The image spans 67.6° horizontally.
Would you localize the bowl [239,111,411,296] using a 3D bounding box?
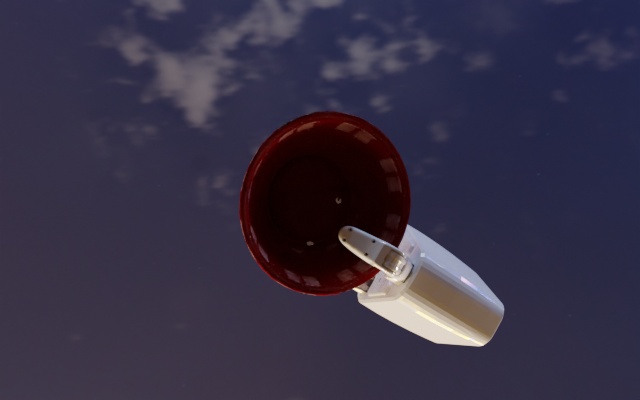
[{"bbox_3d":[-0.001,0.000,0.439,0.162,0.162,0.055,0,6,-22],"label":"bowl"}]
